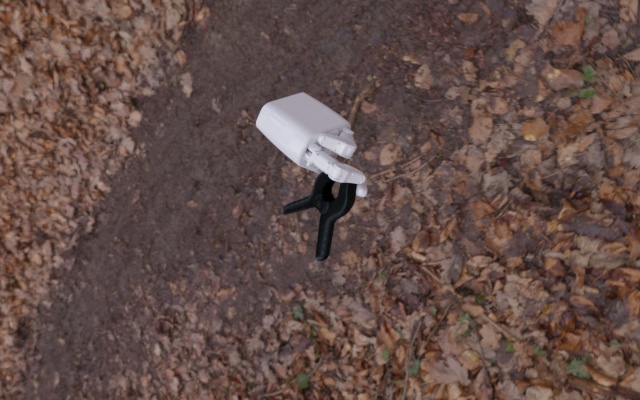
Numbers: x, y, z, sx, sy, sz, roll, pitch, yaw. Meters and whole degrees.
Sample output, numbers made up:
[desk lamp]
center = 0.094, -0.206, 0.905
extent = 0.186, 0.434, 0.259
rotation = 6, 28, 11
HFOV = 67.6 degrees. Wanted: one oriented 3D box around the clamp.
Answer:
[clamp]
center = 0.000, 0.003, 0.785
extent = 0.120, 0.171, 0.039
rotation = 40, 28, 23
